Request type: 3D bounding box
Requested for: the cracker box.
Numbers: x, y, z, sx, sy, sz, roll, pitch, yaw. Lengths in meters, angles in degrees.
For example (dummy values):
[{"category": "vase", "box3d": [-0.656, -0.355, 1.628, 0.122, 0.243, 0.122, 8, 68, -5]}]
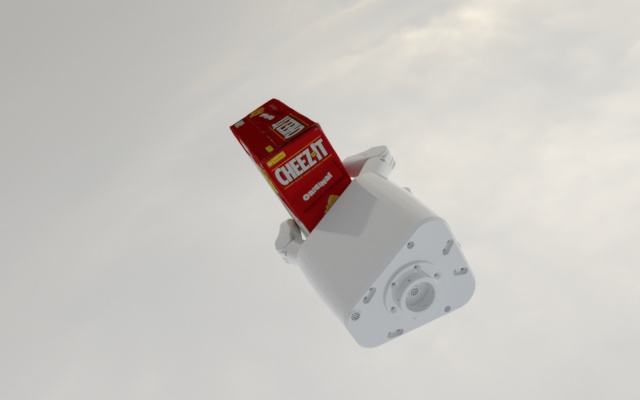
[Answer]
[{"category": "cracker box", "box3d": [0.000, 0.002, 0.524, 0.072, 0.214, 0.164, -36, 28, -5]}]
